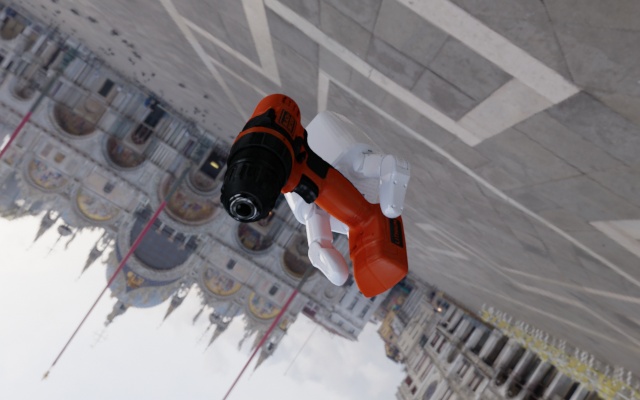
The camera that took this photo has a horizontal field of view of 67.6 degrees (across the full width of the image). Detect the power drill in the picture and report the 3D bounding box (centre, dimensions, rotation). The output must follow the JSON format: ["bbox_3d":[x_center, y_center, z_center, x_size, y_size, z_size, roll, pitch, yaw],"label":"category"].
[{"bbox_3d":[0.000,0.002,0.423,0.057,0.188,0.184,-35,23,24],"label":"power drill"}]
